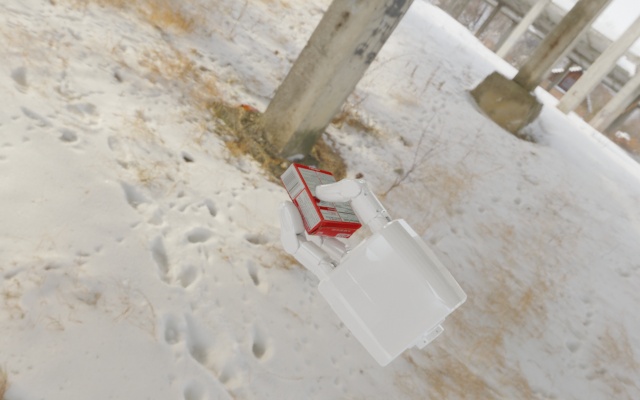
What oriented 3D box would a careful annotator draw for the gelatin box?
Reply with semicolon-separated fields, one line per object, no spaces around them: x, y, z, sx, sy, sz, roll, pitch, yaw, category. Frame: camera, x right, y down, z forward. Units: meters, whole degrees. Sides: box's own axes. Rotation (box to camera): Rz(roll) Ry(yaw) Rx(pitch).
0.000;0.001;0.569;0.030;0.089;0.073;-43;-31;27;gelatin box
